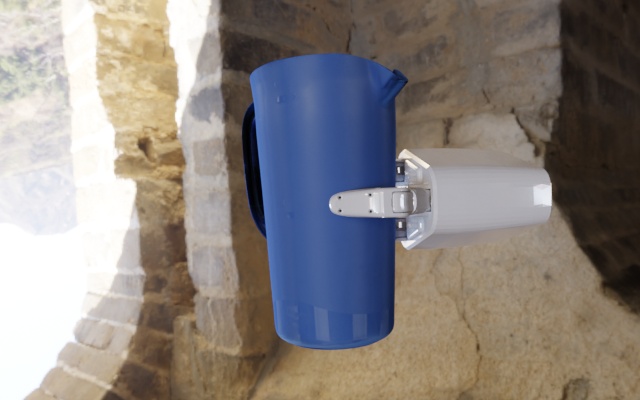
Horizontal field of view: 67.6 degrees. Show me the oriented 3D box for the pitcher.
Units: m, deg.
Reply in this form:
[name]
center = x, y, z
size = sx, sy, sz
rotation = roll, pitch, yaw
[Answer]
[pitcher]
center = 0.000, 0.001, 0.441
size = 0.145, 0.243, 0.149
rotation = -2, 0, -6
